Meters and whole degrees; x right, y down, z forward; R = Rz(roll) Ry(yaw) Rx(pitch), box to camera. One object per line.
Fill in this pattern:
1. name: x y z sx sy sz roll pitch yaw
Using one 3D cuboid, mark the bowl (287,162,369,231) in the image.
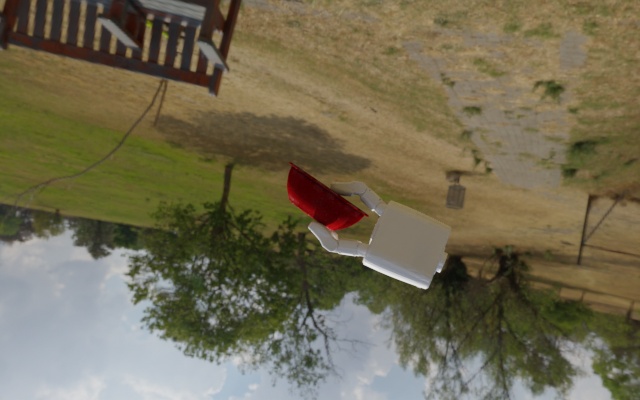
1. bowl: -0.001 0.002 0.799 0.162 0.055 0.162 35 1 -1
